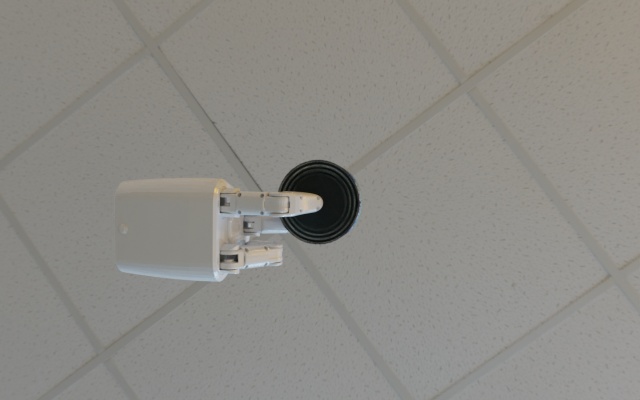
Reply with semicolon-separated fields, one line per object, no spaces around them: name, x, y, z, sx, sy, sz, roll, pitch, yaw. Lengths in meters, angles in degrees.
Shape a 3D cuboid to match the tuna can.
tuna can;0.000;0.002;0.497;0.086;0.086;0.034;0;0;12
